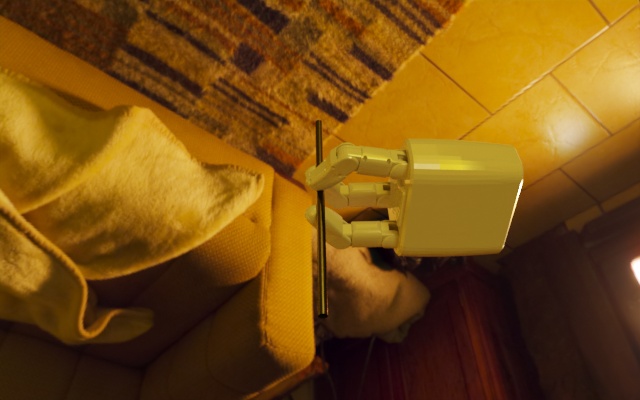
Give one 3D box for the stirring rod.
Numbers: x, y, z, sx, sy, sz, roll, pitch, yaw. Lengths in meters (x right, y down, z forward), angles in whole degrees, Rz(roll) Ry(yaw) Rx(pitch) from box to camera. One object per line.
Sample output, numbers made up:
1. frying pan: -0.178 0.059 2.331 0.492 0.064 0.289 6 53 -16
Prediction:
1. stirring rod: 0.000 0.001 0.453 0.011 0.239 0.011 -1 -42 -1
